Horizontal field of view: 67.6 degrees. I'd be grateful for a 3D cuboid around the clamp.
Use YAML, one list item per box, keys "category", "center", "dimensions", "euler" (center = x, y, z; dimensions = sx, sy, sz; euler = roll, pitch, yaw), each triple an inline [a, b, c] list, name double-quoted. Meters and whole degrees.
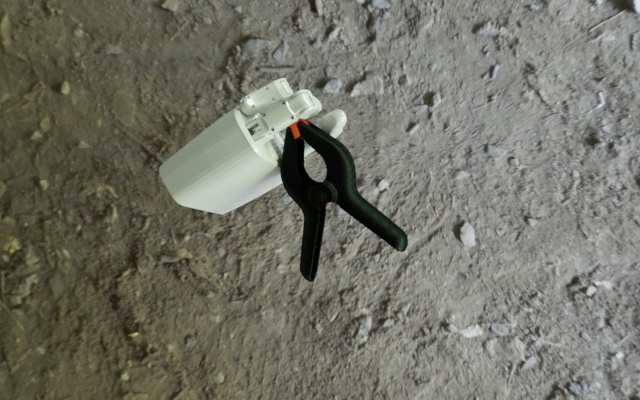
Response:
- category: "clamp"
  center: [0.000, 0.002, 0.497]
  dimensions: [0.120, 0.171, 0.039]
  euler: [-31, -2, 14]
